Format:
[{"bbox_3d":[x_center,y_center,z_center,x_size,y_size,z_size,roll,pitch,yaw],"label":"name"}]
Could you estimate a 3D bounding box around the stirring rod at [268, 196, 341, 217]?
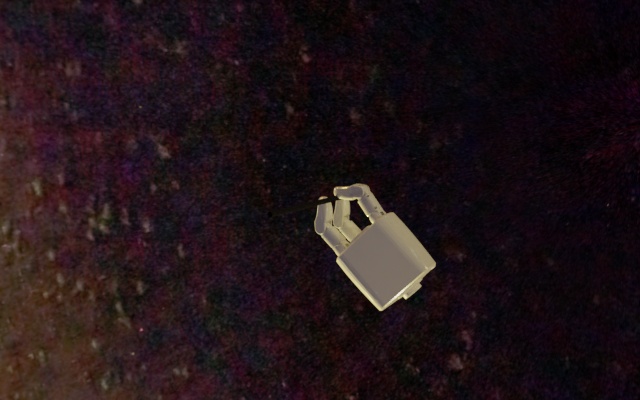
[{"bbox_3d":[0.000,0.002,0.740,0.011,0.011,0.239,0,8,35],"label":"stirring rod"}]
